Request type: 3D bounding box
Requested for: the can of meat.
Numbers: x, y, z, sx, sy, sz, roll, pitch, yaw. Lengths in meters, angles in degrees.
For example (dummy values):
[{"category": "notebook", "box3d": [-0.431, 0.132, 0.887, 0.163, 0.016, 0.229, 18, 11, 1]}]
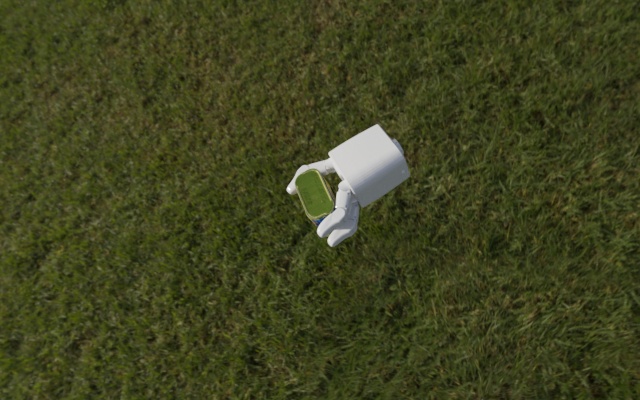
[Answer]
[{"category": "can of meat", "box3d": [0.000, 0.003, 0.853, 0.057, 0.102, 0.084, -27, -28, 5]}]
